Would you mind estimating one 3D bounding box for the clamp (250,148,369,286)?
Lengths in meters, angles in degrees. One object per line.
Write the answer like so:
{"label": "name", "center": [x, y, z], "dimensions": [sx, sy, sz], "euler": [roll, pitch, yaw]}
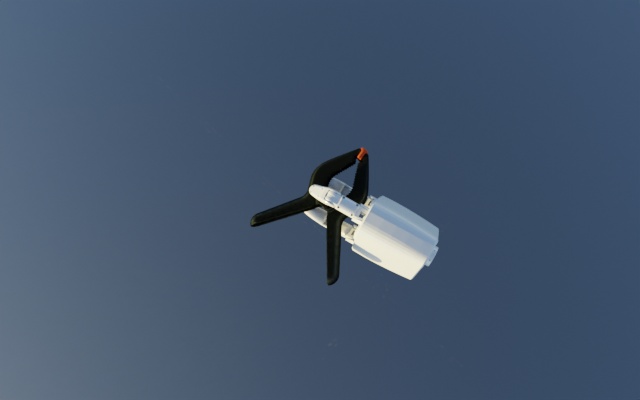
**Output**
{"label": "clamp", "center": [0.000, 0.002, 0.743], "dimensions": [0.164, 0.210, 0.036], "euler": [29, -4, 9]}
